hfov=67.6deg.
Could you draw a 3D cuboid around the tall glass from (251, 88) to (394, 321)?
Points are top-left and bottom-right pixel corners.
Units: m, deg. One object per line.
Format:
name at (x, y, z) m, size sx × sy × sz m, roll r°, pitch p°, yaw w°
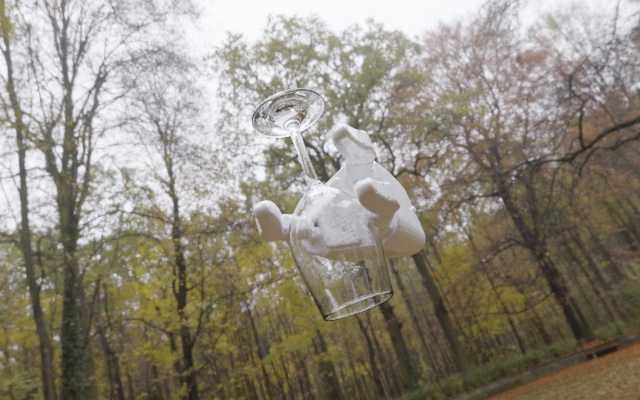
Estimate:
tall glass at (0.000, 0.001, 0.429) m, size 0.079 × 0.201 × 0.079 m, roll -17°, pitch -23°, yaw -7°
